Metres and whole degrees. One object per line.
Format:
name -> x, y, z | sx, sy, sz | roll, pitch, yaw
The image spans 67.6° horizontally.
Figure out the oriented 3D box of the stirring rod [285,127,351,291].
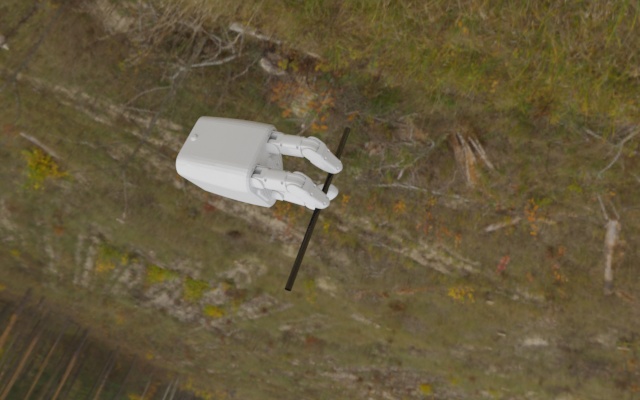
stirring rod -> 0.000, 0.002, 0.601 | 0.011, 0.239, 0.011 | 16, -28, 9
